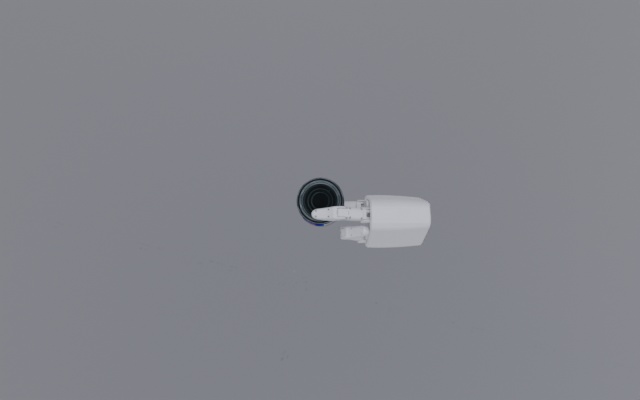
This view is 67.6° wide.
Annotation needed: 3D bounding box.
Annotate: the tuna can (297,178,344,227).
[{"bbox_3d":[0.000,0.003,0.857,0.086,0.086,0.034,0,-8,2],"label":"tuna can"}]
